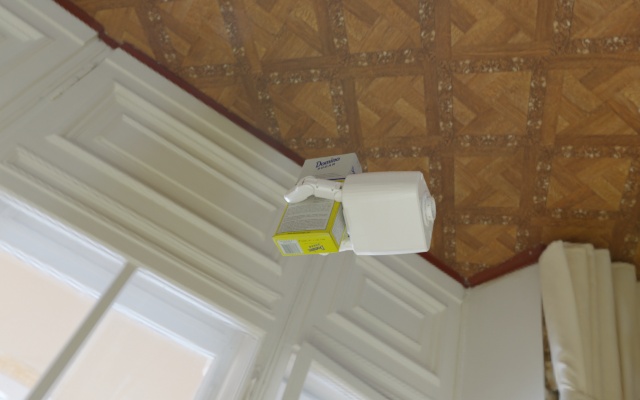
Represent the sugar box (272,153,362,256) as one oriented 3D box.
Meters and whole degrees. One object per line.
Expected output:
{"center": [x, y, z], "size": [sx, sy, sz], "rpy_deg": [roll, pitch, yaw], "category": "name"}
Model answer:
{"center": [0.000, 0.003, 0.722], "size": [0.093, 0.048, 0.176], "rpy_deg": [-5, 39, 26], "category": "sugar box"}
